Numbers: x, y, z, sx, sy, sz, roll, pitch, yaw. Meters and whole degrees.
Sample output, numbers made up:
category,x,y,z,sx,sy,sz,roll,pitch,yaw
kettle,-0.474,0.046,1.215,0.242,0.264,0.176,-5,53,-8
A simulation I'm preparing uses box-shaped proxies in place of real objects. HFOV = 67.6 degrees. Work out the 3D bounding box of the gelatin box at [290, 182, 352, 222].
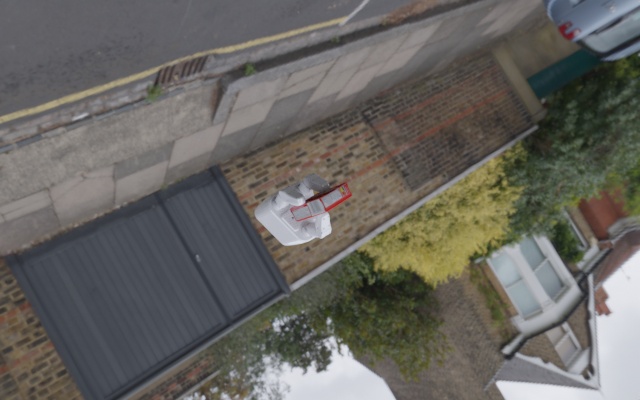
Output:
category,x,y,z,sx,sy,sz,roll,pitch,yaw
gelatin box,0.001,0.003,0.839,0.073,0.030,0.089,-30,7,-40
